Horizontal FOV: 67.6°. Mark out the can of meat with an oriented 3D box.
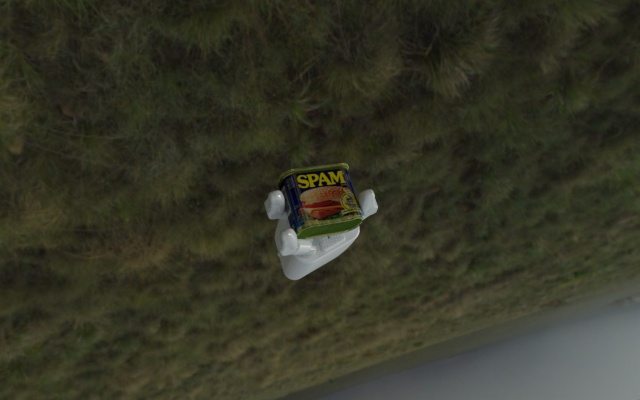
[{"bbox_3d":[0.000,0.002,0.651,0.102,0.084,0.057,-8,-22,-23],"label":"can of meat"}]
